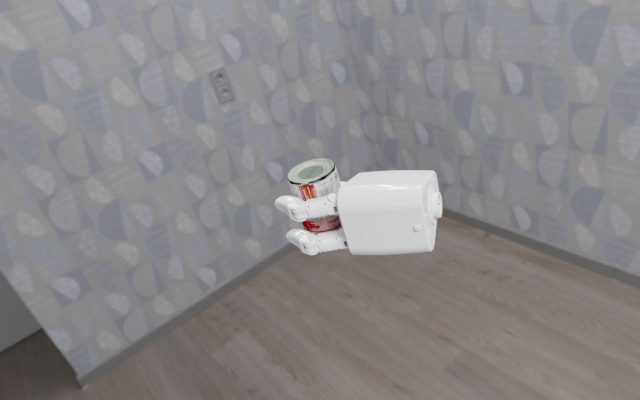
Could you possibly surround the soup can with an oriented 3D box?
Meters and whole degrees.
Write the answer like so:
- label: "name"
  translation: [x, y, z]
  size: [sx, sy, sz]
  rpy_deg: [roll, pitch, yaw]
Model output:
- label: "soup can"
  translation: [0.000, 0.002, 0.657]
  size: [0.068, 0.102, 0.068]
  rpy_deg: [-13, 29, 7]
